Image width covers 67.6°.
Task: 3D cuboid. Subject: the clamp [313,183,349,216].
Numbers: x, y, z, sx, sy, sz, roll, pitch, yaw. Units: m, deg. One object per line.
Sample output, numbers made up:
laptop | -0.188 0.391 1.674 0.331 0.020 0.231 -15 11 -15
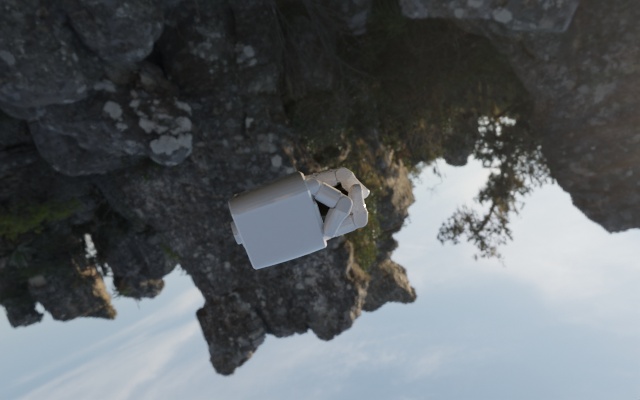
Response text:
clamp | 0.000 0.003 0.752 0.120 0.039 0.171 -19 7 -4
